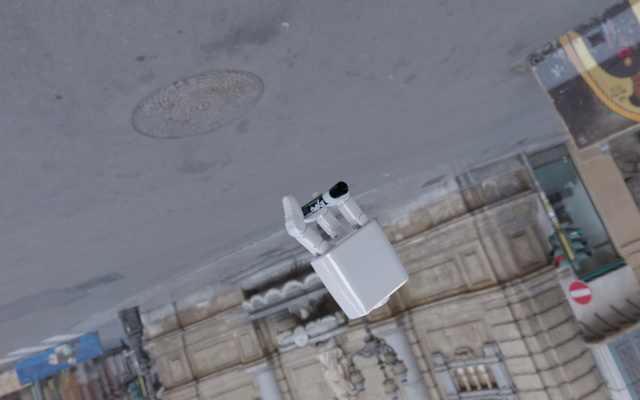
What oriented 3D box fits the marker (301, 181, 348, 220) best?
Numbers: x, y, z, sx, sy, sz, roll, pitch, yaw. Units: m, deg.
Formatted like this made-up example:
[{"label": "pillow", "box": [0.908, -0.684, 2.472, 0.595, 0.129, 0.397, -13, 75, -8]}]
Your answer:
[{"label": "marker", "box": [0.000, 0.002, 0.675, 0.020, 0.020, 0.121, 0, -21, -36]}]
